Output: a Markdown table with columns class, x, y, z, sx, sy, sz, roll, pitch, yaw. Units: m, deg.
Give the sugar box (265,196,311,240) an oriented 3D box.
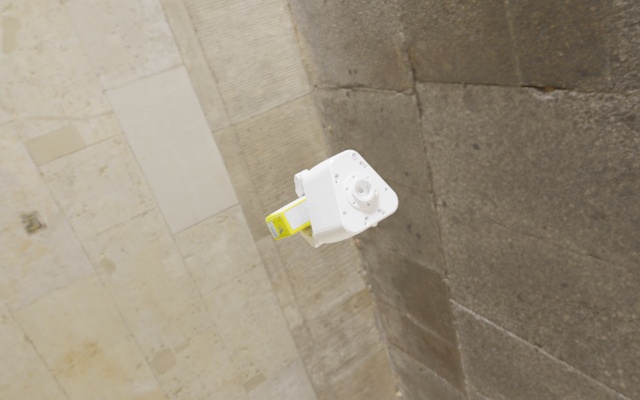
| class | x | y | z | sx | sy | sz | roll | pitch | yaw |
| --- | --- | --- | --- | --- | --- | --- | --- | --- | --- |
| sugar box | 0.000 | 0.003 | 0.793 | 0.176 | 0.048 | 0.093 | -28 | 3 | -22 |
